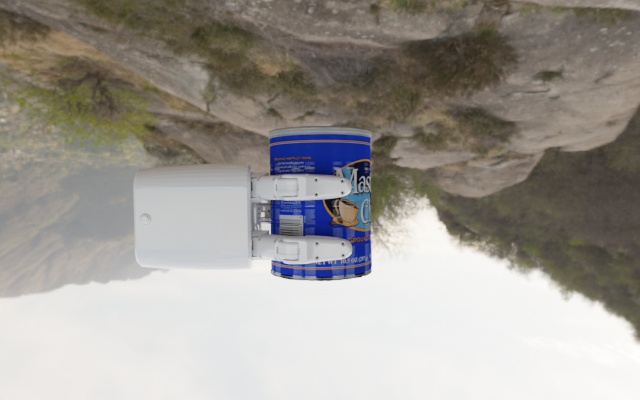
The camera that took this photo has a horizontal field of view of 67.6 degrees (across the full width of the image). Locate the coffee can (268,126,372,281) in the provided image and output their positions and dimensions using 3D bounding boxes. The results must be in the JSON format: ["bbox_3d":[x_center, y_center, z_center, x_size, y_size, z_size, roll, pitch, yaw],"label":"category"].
[{"bbox_3d":[0.000,0.001,0.479,0.103,0.140,0.103,-1,2,0],"label":"coffee can"}]
